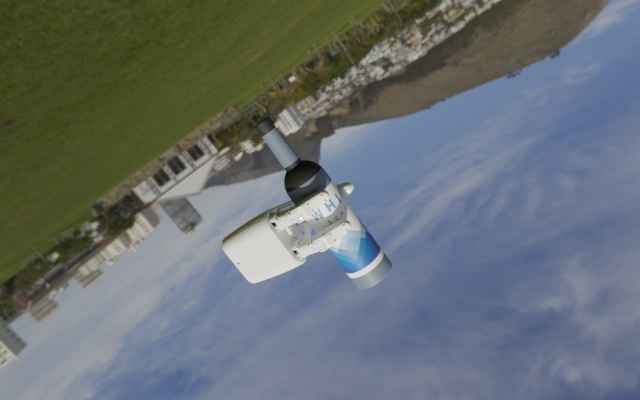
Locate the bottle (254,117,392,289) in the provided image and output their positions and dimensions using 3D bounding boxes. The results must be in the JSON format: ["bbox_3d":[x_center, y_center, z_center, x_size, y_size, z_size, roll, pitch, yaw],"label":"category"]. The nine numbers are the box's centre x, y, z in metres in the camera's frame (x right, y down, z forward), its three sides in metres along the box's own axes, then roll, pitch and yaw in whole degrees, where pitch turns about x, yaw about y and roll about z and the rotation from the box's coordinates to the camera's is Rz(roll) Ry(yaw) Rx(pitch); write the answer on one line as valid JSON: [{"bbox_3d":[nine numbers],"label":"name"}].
[{"bbox_3d":[0.000,0.003,0.720,0.069,0.296,0.069,-34,13,9],"label":"bottle"}]
